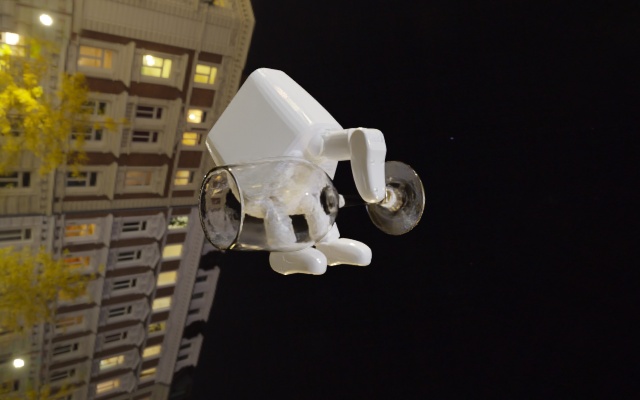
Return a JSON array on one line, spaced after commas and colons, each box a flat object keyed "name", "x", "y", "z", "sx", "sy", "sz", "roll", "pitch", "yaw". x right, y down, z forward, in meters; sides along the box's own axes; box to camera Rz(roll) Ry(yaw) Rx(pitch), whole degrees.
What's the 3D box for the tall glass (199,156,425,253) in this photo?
[{"name": "tall glass", "x": 0.001, "y": 0.001, "z": 0.412, "sx": 0.201, "sy": 0.079, "sz": 0.079, "roll": -3, "pitch": 2, "yaw": -43}]
